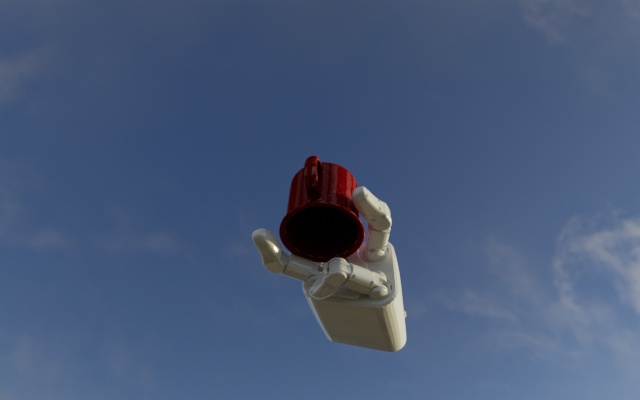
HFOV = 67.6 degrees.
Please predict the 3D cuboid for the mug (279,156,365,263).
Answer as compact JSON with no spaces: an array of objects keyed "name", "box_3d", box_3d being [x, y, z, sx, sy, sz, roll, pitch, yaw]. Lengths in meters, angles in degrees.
[{"name":"mug","box_3d":[0.000,0.001,0.538,0.093,0.117,0.081,-9,41,11]}]
